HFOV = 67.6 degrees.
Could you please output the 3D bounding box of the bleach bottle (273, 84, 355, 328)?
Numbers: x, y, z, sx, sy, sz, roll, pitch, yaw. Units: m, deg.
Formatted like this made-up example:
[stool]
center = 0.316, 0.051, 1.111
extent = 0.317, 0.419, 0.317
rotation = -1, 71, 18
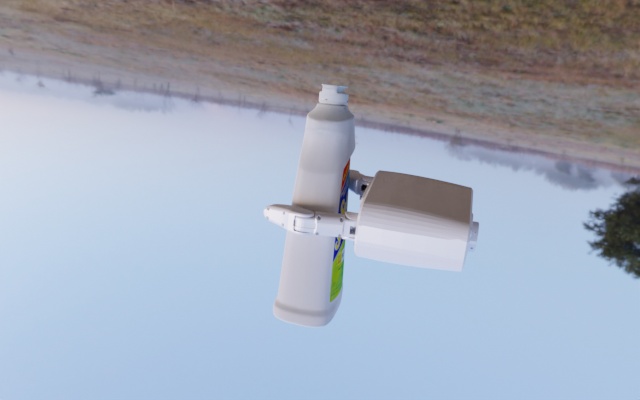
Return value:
[bleach bottle]
center = 0.000, 0.002, 0.523
extent = 0.068, 0.251, 0.102
rotation = 9, 13, 13
